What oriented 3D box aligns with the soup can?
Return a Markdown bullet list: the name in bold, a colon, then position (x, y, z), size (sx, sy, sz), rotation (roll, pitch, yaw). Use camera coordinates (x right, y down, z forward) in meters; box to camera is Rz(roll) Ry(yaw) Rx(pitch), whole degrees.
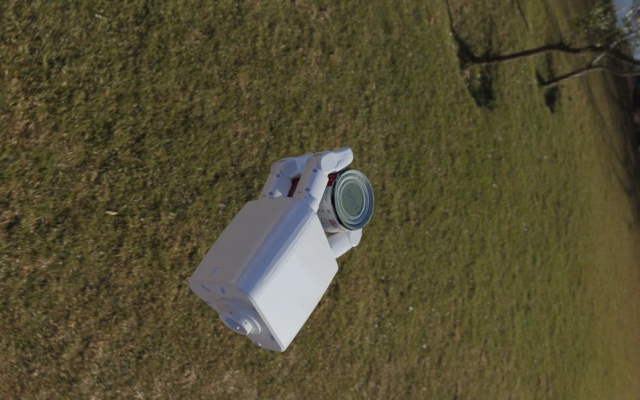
- **soup can**: position (0.001, 0.001, 0.537), size (0.102, 0.068, 0.068), rotation (-5, -4, 44)
